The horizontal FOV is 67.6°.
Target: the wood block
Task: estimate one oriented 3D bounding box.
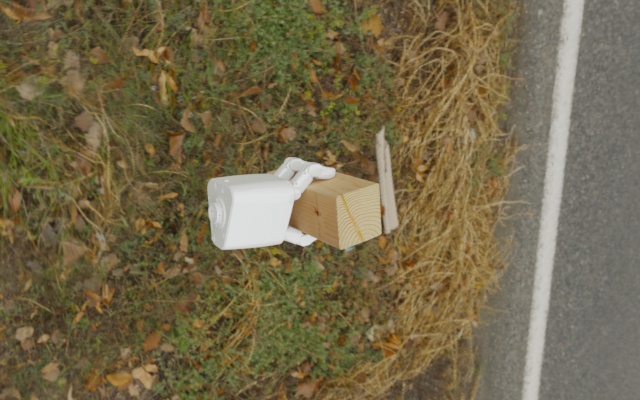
[{"bbox_3d":[0.000,0.003,0.819,0.090,0.091,0.206,-17,23,-33],"label":"wood block"}]
